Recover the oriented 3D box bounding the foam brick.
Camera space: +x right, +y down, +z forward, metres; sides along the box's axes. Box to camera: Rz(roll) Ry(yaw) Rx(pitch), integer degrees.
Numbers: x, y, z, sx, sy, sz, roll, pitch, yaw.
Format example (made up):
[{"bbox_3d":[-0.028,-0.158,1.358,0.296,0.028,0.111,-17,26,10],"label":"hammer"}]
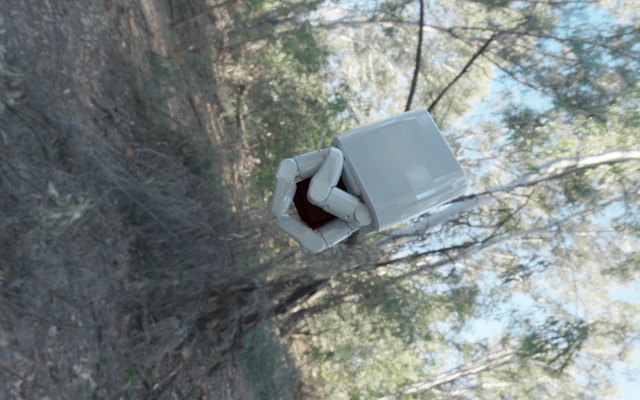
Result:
[{"bbox_3d":[0.000,0.002,0.544,0.051,0.053,0.078,-22,-5,-8],"label":"foam brick"}]
